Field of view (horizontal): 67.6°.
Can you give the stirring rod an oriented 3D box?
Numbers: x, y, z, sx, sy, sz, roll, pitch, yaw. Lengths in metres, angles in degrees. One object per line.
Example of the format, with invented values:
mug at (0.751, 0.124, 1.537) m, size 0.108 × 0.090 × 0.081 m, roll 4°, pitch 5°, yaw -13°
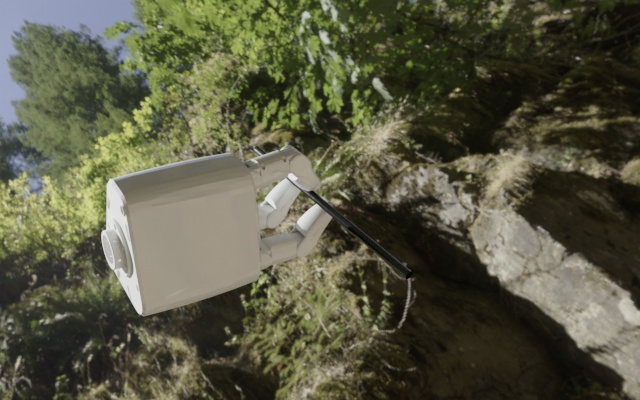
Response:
stirring rod at (0.000, 0.002, 0.464) m, size 0.011 × 0.011 × 0.239 m, roll 0°, pitch 30°, yaw -44°
